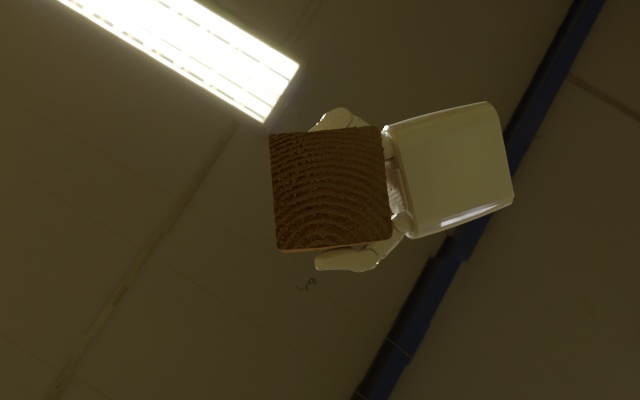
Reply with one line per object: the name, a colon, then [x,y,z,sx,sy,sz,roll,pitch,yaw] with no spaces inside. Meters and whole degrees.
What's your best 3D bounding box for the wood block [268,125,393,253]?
wood block: [0.000,0.002,0.461,0.090,0.091,0.206,-5,-7,-4]
